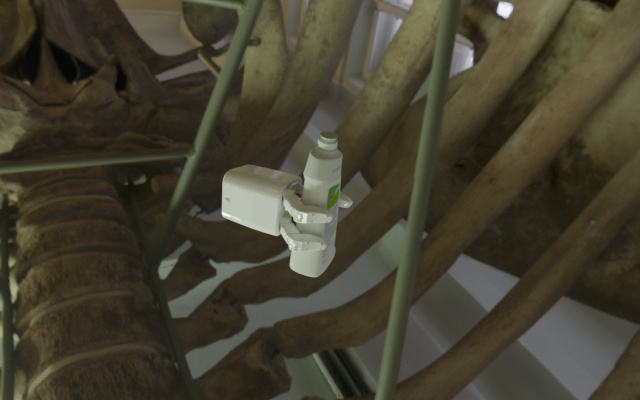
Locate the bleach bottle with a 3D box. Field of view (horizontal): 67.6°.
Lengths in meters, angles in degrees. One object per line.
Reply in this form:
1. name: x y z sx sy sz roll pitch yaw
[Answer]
1. bleach bottle: 0.000 0.003 0.801 0.068 0.251 0.102 17 32 13
